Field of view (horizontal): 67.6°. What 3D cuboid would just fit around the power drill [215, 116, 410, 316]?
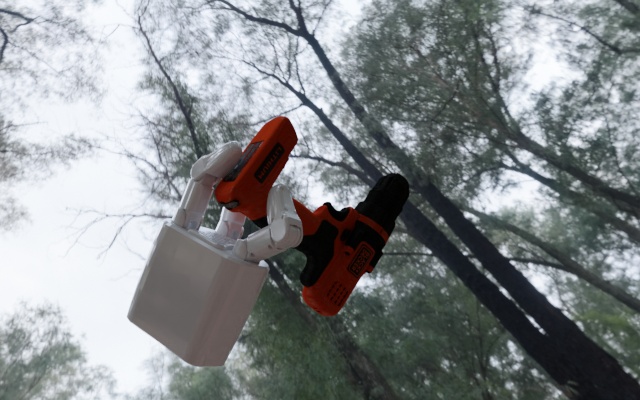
[{"bbox_3d":[0.000,0.002,0.503,0.188,0.184,0.057,43,-22,-22],"label":"power drill"}]
